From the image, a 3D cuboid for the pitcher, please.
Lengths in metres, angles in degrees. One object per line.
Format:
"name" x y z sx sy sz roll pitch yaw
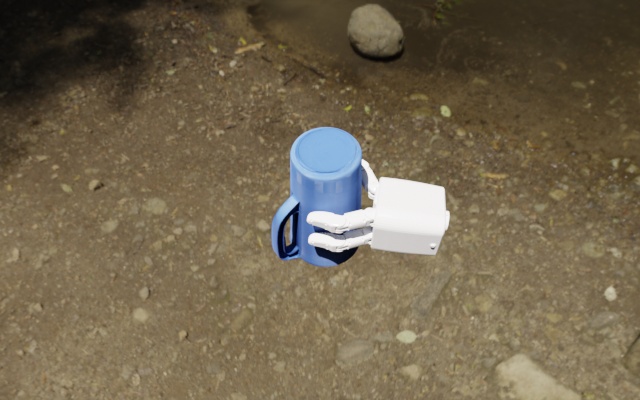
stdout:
"pitcher" 0.000 0.003 0.797 0.145 0.149 0.243 9 -36 7
